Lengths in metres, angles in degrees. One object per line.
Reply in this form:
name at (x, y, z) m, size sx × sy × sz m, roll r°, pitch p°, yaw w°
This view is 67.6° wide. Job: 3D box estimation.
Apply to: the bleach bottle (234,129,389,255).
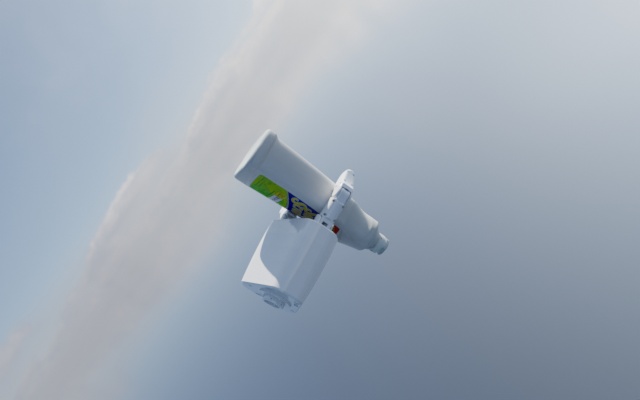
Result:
bleach bottle at (0.000, 0.002, 0.703) m, size 0.251 × 0.068 × 0.102 m, roll 34°, pitch -24°, yaw -14°
